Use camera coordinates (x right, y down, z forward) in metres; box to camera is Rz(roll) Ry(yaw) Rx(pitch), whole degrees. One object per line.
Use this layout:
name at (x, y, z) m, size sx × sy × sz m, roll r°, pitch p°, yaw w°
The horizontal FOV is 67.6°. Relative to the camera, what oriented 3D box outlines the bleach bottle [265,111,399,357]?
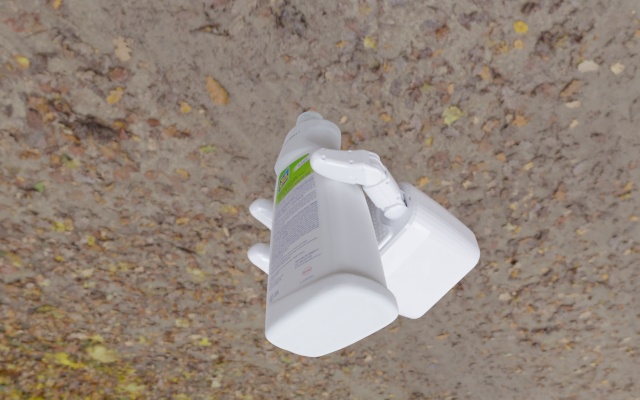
bleach bottle at (0.000, 0.001, 0.428) m, size 0.068 × 0.250 × 0.102 m, roll 31°, pitch -53°, yaw -32°
